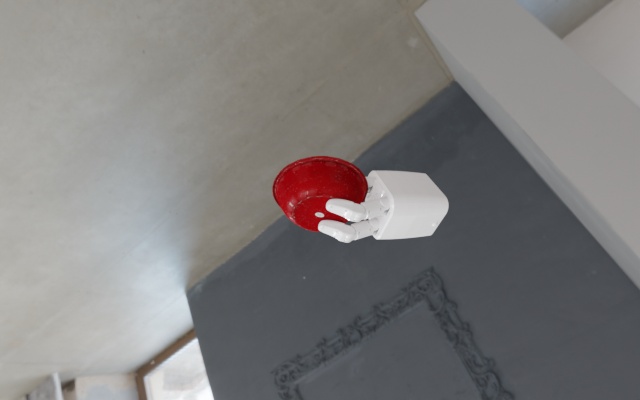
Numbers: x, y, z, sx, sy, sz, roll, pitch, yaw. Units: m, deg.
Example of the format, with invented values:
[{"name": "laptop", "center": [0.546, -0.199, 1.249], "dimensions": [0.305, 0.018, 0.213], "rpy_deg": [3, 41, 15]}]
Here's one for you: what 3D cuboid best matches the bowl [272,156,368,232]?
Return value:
[{"name": "bowl", "center": [-0.001, 0.003, 0.787], "dimensions": [0.162, 0.055, 0.162], "rpy_deg": [-1, -41, -1]}]
